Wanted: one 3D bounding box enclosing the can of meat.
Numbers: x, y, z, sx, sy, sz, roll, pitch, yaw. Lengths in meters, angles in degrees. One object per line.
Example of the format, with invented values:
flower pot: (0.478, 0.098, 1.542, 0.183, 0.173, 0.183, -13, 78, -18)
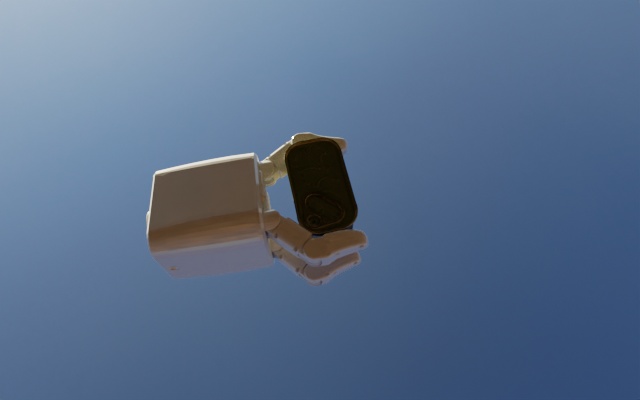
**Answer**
can of meat: (0.000, 0.002, 0.492, 0.057, 0.102, 0.084, -12, -26, -5)
